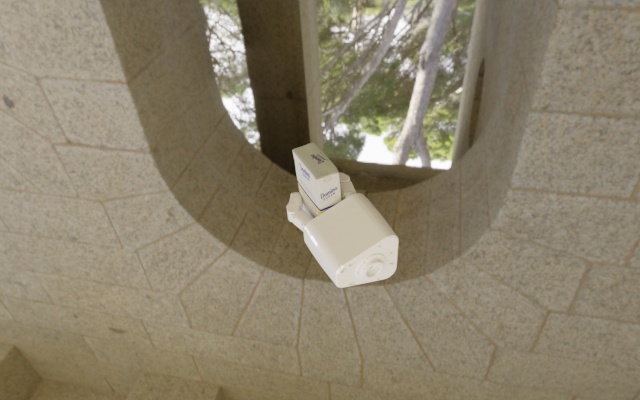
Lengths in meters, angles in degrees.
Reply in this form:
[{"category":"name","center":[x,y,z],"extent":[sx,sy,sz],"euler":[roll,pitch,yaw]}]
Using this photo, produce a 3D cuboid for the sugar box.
[{"category":"sugar box","center":[0.001,0.003,0.787],"extent":[0.048,0.176,0.093],"euler":[-20,43,-17]}]
